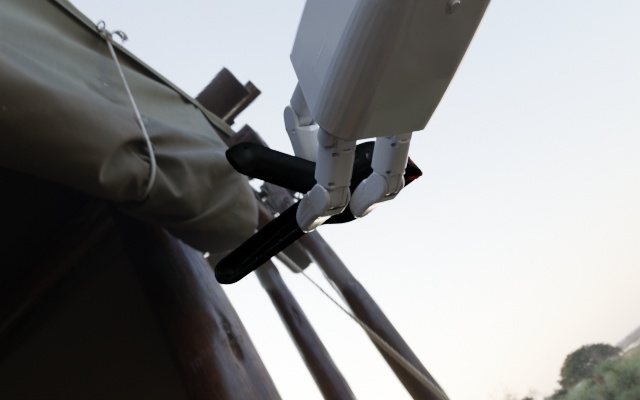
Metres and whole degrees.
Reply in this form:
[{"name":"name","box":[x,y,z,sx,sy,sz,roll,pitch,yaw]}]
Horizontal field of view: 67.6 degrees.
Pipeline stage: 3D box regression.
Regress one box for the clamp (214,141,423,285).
[{"name":"clamp","box":[0.000,0.001,0.423,0.210,0.036,0.165,-14,-34,-34]}]
